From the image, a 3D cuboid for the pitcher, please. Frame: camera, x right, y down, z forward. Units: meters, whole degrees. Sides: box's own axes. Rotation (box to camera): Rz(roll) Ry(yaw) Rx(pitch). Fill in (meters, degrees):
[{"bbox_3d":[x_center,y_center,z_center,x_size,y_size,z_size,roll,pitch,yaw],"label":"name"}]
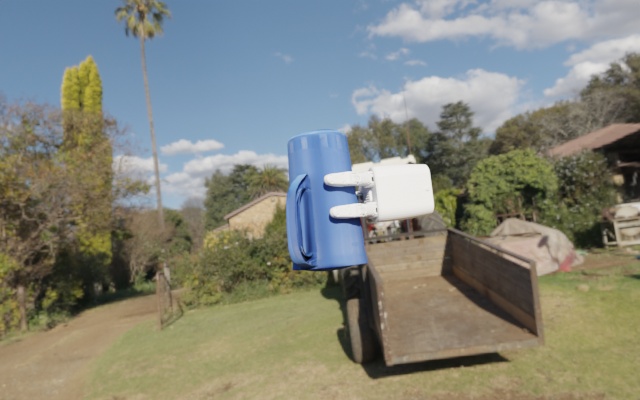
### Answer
[{"bbox_3d":[0.000,0.003,0.840,0.145,0.243,0.149,-5,-5,-11],"label":"pitcher"}]
